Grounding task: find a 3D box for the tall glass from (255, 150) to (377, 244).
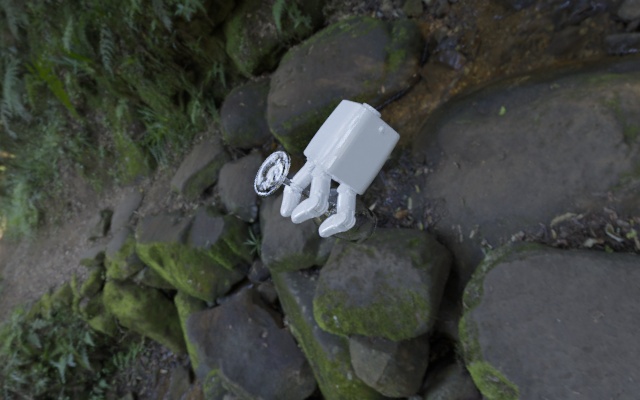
[{"bbox_3d":[0.000,0.002,0.733,0.201,0.079,0.079,31,-20,-36],"label":"tall glass"}]
